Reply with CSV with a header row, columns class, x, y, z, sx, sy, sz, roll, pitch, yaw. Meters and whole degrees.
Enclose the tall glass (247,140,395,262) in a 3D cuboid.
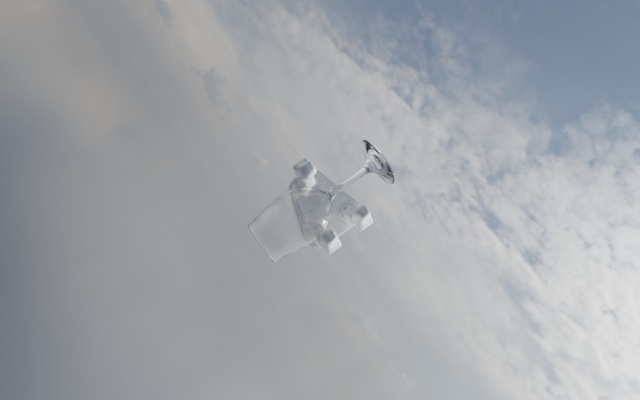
class,x,y,z,sx,sy,sz,roll,pitch,yaw
tall glass,0.001,0.002,0.655,0.201,0.079,0.079,-35,6,-8
